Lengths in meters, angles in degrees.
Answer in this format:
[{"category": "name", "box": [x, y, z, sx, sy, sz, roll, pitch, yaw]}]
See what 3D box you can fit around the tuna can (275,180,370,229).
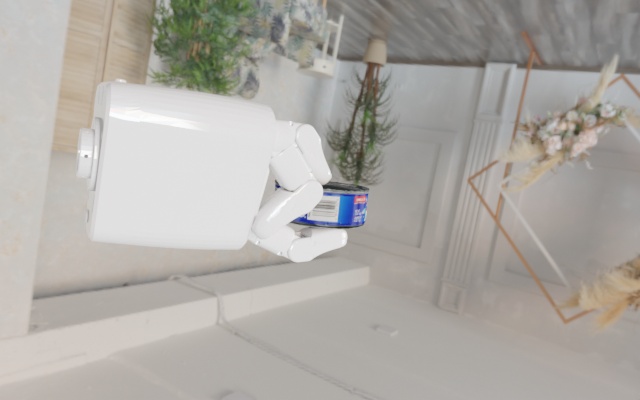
[{"category": "tuna can", "box": [0.000, 0.002, 0.432, 0.086, 0.034, 0.086, 5, 7, -1]}]
